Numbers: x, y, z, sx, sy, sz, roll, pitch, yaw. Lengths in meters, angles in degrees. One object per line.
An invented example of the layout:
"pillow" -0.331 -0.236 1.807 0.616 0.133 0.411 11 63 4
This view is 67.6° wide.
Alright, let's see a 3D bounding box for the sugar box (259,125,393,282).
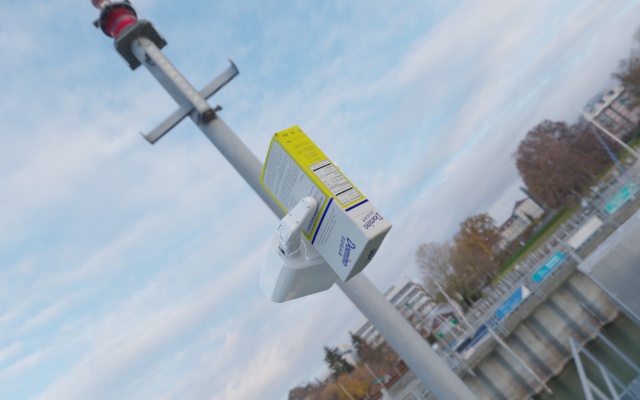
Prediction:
"sugar box" 0.000 0.002 0.572 0.048 0.176 0.093 -28 -25 -36
